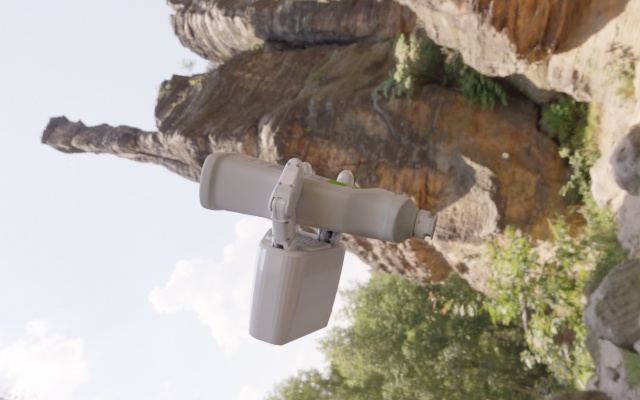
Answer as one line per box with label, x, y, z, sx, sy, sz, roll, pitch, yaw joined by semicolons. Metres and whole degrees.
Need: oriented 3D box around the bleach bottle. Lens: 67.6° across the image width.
bleach bottle;0.000;0.002;0.528;0.251;0.068;0.102;13;10;18
